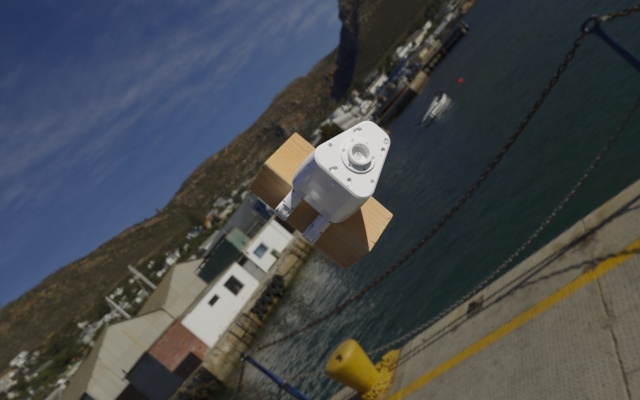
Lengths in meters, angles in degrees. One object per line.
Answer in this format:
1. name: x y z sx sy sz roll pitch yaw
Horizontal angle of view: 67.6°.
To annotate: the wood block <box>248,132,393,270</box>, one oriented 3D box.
1. wood block: 0.000 0.002 0.772 0.090 0.206 0.090 -51 2 -36
